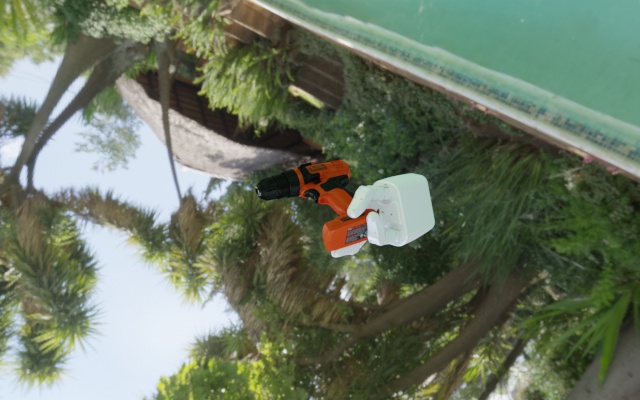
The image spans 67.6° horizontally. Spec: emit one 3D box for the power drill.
[{"bbox_3d":[0.001,0.003,0.828,0.184,0.057,0.187,-16,46,-23],"label":"power drill"}]
